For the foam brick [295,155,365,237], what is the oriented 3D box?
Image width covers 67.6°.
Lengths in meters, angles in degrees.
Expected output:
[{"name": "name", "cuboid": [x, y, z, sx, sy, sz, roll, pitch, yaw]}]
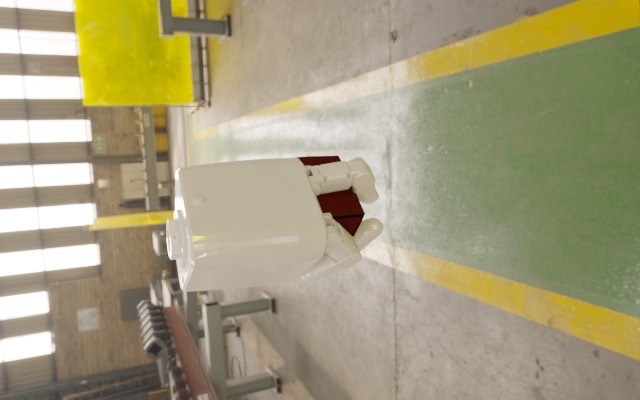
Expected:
[{"name": "foam brick", "cuboid": [0.000, 0.001, 0.460, 0.051, 0.078, 0.053, -5, -39, -23]}]
